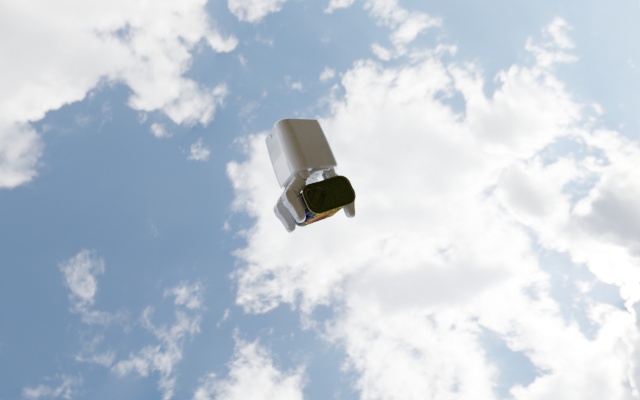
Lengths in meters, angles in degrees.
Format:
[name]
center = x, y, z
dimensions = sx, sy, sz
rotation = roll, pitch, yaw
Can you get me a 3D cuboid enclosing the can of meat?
[can of meat]
center = 0.000, 0.003, 0.874
dimensions = 0.102, 0.057, 0.084
rotation = -18, -13, -30
